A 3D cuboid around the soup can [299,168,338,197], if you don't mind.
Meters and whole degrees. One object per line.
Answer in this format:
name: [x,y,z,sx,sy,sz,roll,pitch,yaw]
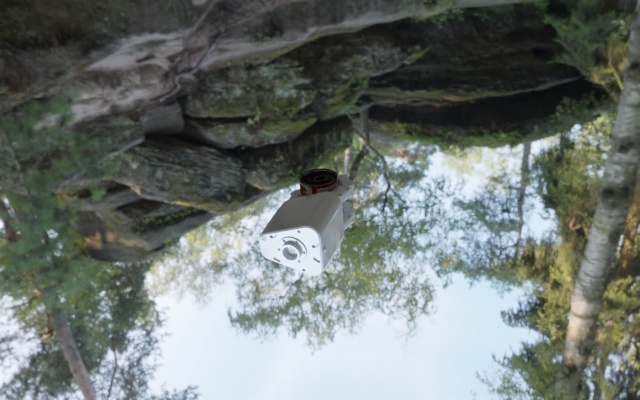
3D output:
soup can: [0.000,0.003,0.850,0.068,0.102,0.068,-4,28,2]
